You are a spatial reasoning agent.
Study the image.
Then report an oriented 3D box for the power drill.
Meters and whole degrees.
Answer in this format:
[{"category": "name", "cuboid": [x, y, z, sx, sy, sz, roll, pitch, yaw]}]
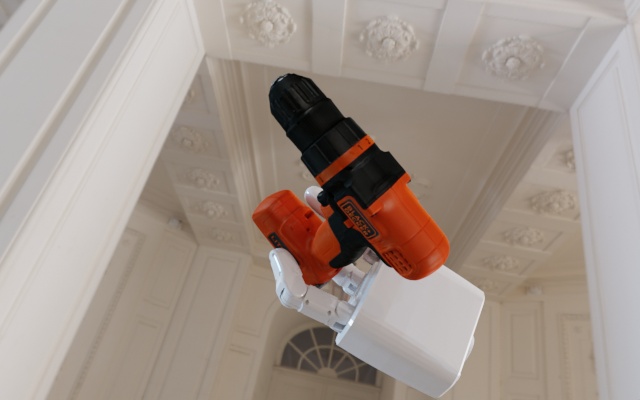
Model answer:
[{"category": "power drill", "cuboid": [0.000, 0.002, 0.417, 0.057, 0.184, 0.188, -39, 1, -28]}]
